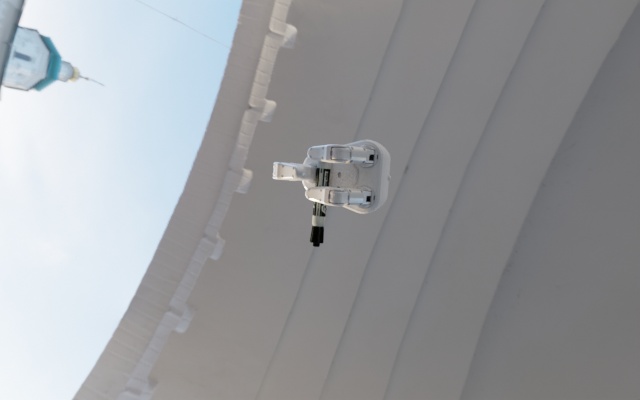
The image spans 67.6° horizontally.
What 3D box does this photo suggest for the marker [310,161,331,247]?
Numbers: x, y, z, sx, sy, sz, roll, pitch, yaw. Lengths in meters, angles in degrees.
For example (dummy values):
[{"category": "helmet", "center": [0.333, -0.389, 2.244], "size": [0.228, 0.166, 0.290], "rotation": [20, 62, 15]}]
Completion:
[{"category": "marker", "center": [0.000, 0.002, 0.640], "size": [0.020, 0.121, 0.020], "rotation": [5, 5, 0]}]
